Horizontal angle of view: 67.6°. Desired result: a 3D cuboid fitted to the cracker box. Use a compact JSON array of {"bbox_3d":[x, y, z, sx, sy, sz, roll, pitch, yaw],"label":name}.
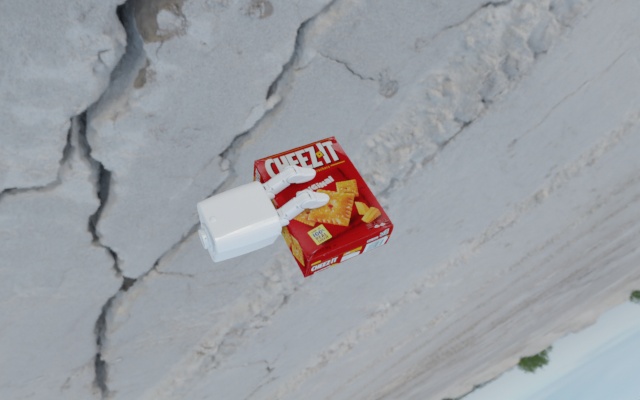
[{"bbox_3d":[0.000,0.003,0.821,0.164,0.213,0.072,-20,-29,-21],"label":"cracker box"}]
